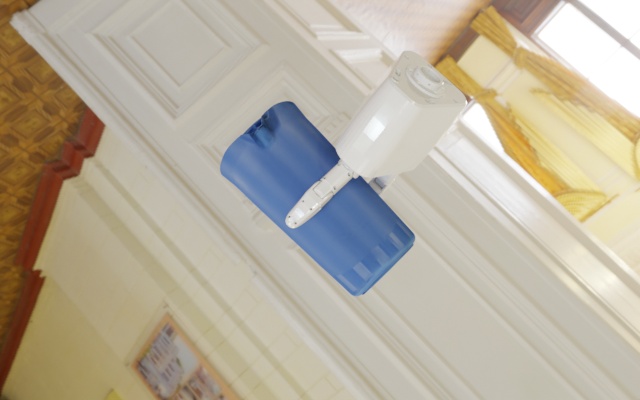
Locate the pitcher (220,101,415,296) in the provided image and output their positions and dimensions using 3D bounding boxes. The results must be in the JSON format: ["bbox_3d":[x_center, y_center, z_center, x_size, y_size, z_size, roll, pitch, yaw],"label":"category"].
[{"bbox_3d":[0.000,0.002,0.616,0.149,0.243,0.145,-32,-16,-50],"label":"pitcher"}]
